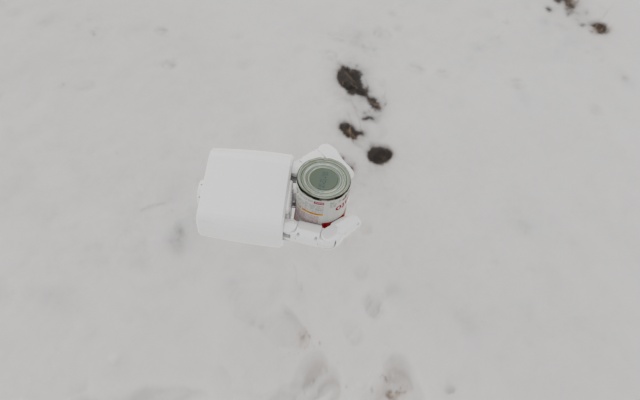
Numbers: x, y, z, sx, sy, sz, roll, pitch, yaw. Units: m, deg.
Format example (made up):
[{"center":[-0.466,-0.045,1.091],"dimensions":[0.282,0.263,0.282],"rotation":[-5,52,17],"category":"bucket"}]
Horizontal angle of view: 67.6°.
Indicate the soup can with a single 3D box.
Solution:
[{"center":[0.001,0.002,0.610],"dimensions":[0.068,0.068,0.102],"rotation":[0,-37,-6],"category":"soup can"}]
